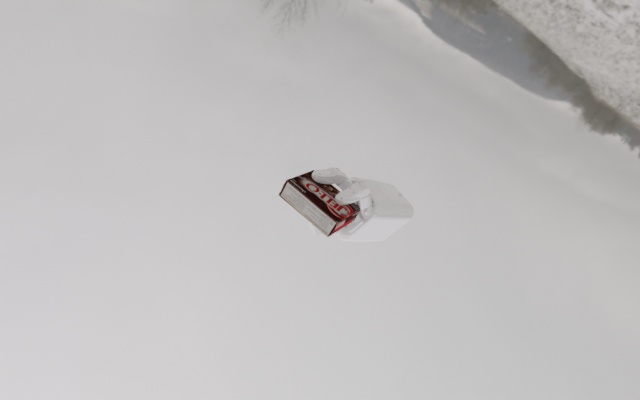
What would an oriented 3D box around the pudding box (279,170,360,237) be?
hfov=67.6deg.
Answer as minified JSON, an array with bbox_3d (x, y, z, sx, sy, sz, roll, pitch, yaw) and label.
[{"bbox_3d":[0.000,0.003,0.795,0.113,0.039,0.090,38,27,15],"label":"pudding box"}]
